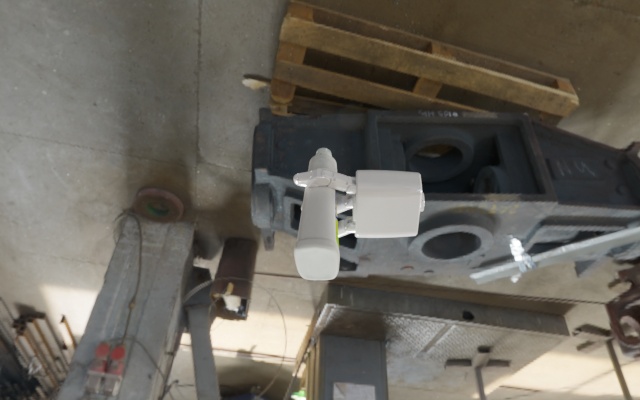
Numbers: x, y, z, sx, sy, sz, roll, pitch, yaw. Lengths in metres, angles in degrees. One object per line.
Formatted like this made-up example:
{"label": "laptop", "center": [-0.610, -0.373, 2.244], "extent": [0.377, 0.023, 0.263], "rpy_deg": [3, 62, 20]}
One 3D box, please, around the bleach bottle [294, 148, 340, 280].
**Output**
{"label": "bleach bottle", "center": [0.000, 0.003, 0.803], "extent": [0.068, 0.250, 0.103], "rpy_deg": [0, -40, 4]}
